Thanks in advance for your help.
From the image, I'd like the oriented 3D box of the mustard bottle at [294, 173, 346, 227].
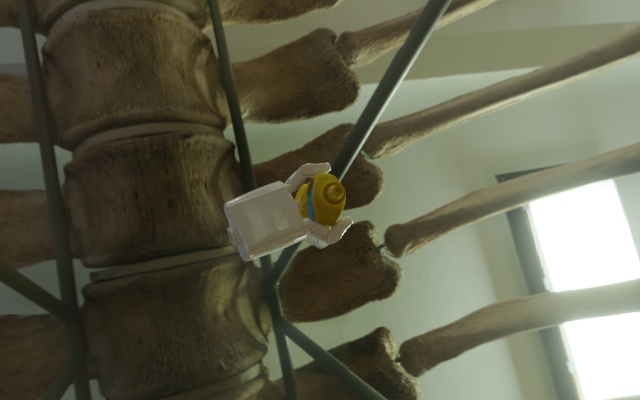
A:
[{"bbox_3d":[0.000,0.003,0.853,0.058,0.096,0.192,4,-12,-16],"label":"mustard bottle"}]
